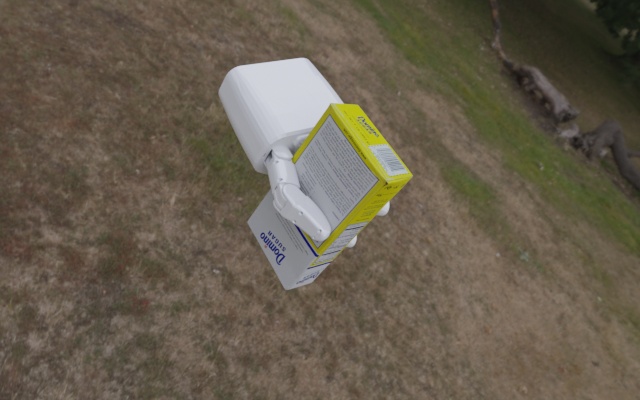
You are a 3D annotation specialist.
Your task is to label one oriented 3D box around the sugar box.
[{"bbox_3d":[0.000,0.001,0.468,0.048,0.093,0.176,-10,-31,-44],"label":"sugar box"}]
